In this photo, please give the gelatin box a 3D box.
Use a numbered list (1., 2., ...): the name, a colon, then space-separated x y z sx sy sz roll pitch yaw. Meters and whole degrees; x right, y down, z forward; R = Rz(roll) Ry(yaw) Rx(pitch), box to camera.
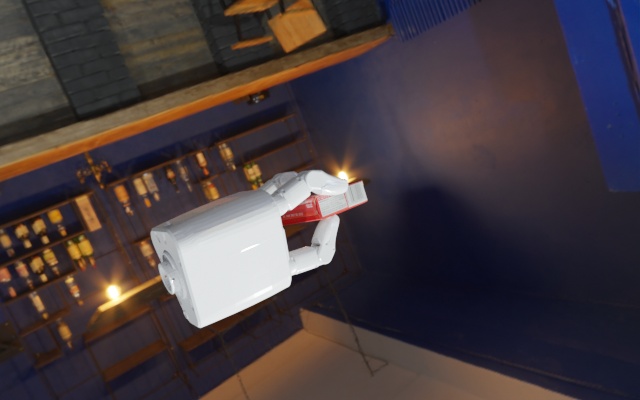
1. gelatin box: 0.000 0.002 0.575 0.073 0.030 0.089 -10 7 45
